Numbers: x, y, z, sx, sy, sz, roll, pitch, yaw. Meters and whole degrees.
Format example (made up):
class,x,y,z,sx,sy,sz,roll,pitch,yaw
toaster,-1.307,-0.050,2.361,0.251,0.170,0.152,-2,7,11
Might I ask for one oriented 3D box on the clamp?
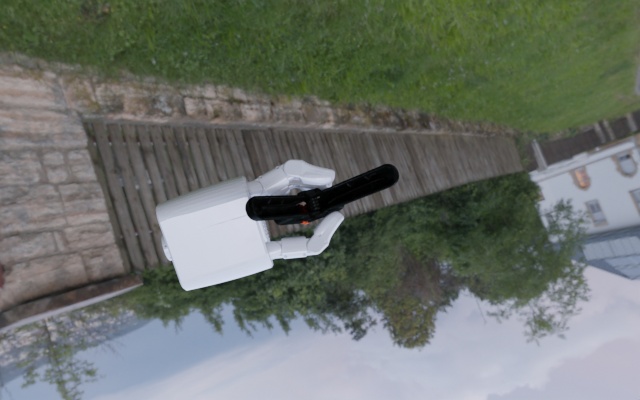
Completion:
class,x,y,z,sx,sy,sz,roll,pitch,yaw
clamp,0.000,0.003,0.577,0.164,0.036,0.210,-14,-7,-4
